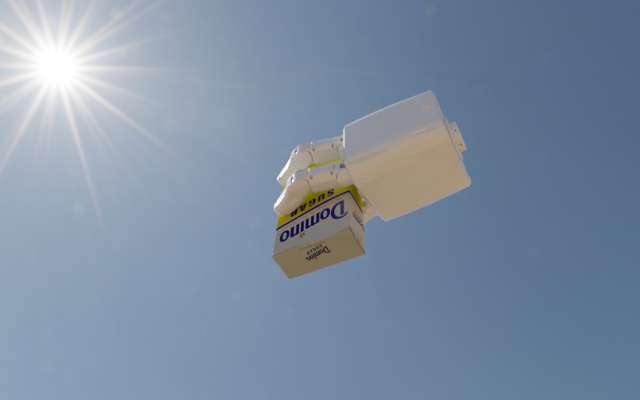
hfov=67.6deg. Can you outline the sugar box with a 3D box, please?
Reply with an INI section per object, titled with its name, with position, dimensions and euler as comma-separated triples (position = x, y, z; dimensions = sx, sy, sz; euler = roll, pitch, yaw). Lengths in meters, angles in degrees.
[sugar box]
position = 0.000, 0.001, 0.556
dimensions = 0.093, 0.048, 0.176
euler = -21, 33, 17
